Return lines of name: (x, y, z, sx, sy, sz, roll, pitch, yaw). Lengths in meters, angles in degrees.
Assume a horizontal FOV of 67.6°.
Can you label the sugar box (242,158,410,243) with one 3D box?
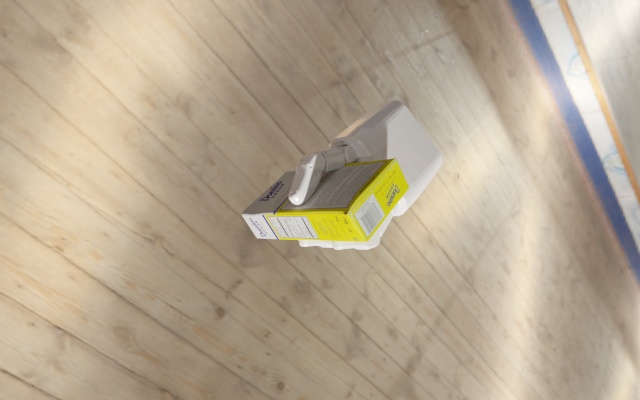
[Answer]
sugar box: (0.000, 0.002, 0.532, 0.176, 0.048, 0.093, -5, 33, 48)
